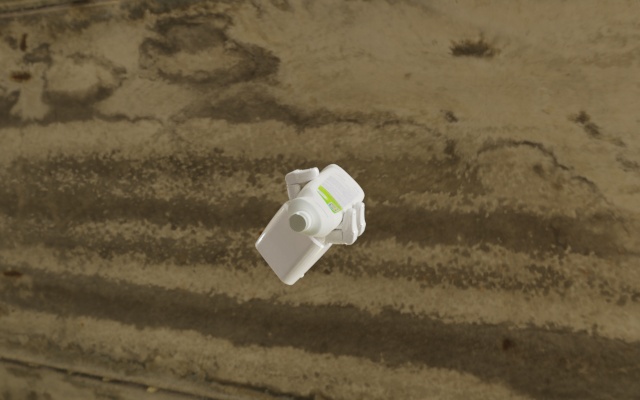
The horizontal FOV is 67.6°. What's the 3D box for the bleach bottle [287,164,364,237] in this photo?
[{"bbox_3d":[0.000,0.003,0.824,0.102,0.068,0.251,43,21,6],"label":"bleach bottle"}]
